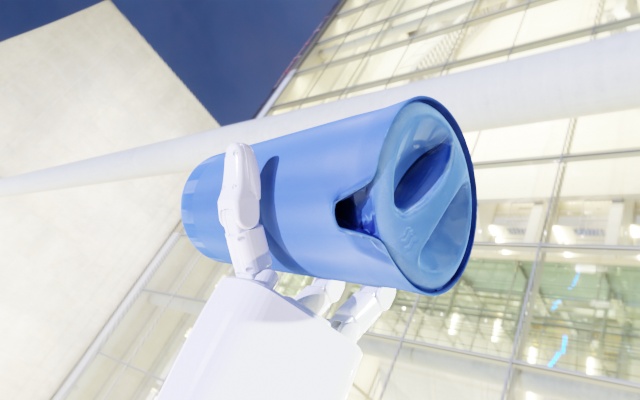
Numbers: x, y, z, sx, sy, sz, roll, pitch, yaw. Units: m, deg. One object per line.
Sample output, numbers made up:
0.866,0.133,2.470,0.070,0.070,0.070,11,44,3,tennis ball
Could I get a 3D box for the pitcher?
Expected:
0.000,0.001,0.403,0.243,0.145,0.149,-3,-38,42,pitcher
